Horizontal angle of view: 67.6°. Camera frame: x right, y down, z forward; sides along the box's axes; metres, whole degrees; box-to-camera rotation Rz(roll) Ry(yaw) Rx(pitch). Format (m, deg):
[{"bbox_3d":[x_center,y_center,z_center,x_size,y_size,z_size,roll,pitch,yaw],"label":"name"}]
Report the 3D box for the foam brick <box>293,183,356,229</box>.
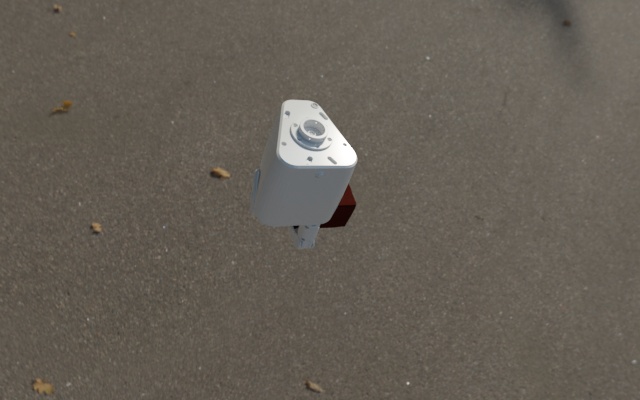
[{"bbox_3d":[0.000,0.002,0.641,0.078,0.053,0.051,-2,-37,-23],"label":"foam brick"}]
